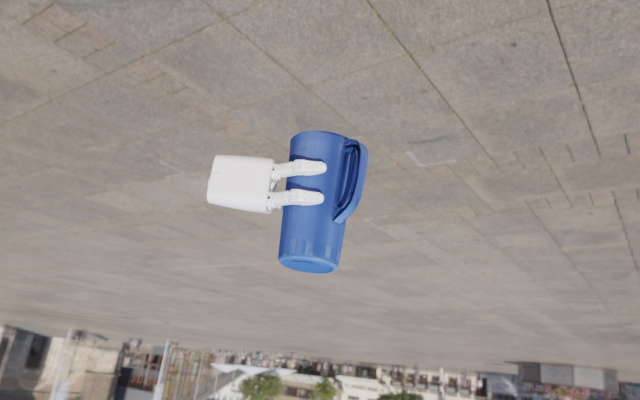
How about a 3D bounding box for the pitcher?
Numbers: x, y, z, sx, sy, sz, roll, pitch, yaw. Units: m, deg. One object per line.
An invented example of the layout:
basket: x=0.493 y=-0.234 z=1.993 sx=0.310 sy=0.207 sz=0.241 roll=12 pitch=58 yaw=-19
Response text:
pitcher: x=0.000 y=0.003 z=0.866 sx=0.145 sy=0.242 sz=0.149 roll=7 pitch=-19 yaw=0
